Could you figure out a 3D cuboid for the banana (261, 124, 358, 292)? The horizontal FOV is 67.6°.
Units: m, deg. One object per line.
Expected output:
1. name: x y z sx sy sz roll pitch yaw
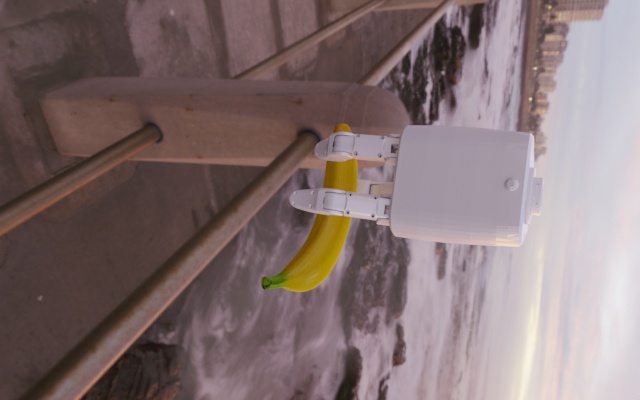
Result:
1. banana: 0.006 0.015 0.486 0.037 0.197 0.070 6 -31 31
